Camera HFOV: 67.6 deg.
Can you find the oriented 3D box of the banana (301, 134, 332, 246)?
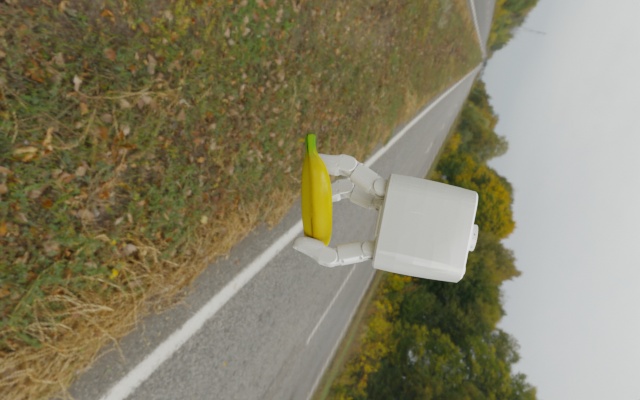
[{"bbox_3d":[-0.002,0.013,0.598,0.037,0.069,0.198,5,-42,5],"label":"banana"}]
